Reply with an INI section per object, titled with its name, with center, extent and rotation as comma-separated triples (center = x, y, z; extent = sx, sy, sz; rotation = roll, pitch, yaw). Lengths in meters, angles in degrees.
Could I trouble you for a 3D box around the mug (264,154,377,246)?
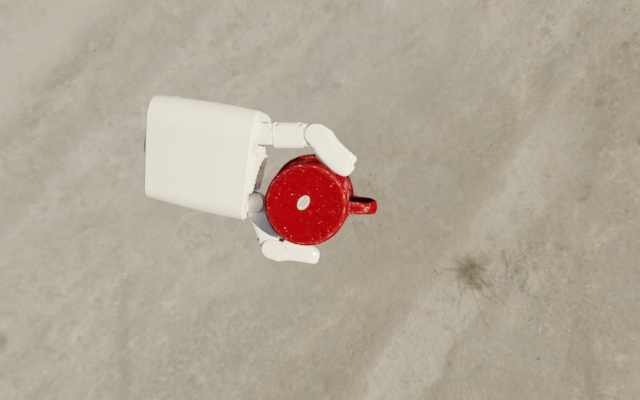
[mug]
center = 0.001, 0.002, 0.492
extent = 0.117, 0.093, 0.081
rotation = 9, 8, 3
